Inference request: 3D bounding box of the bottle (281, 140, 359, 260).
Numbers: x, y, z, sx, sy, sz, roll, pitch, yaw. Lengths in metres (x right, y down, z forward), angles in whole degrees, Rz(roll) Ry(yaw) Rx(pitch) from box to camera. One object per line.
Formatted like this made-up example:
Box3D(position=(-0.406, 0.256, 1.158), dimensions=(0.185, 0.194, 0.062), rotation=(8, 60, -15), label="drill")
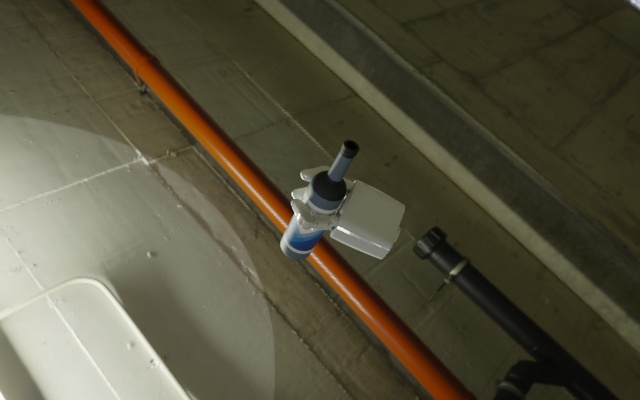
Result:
Box3D(position=(0.000, 0.003, 0.868), dimensions=(0.069, 0.069, 0.296), rotation=(0, -38, -25), label="bottle")
